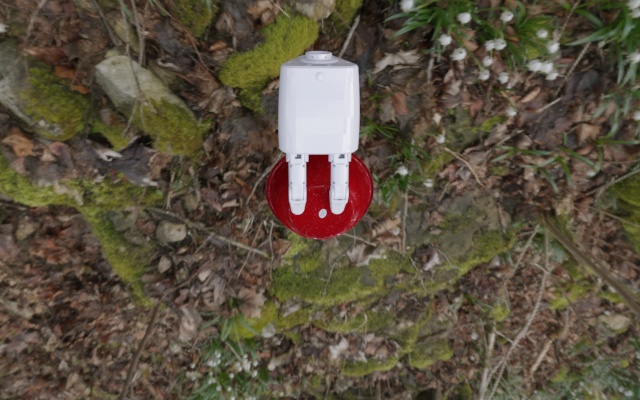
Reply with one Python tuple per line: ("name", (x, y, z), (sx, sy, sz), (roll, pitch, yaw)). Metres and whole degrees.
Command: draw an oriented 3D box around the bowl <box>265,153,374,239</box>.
("bowl", (0.000, 0.004, 0.692), (0.162, 0.162, 0.055), (0, 35, -3))
